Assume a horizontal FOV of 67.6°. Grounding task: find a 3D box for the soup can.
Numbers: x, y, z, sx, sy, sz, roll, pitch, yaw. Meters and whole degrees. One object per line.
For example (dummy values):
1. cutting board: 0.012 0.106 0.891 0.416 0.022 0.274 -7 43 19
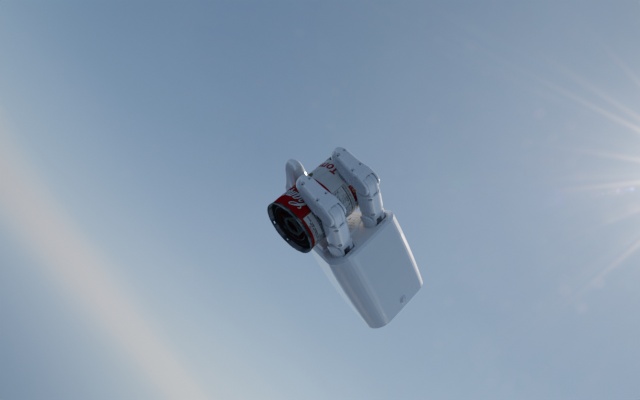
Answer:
1. soup can: 0.000 0.001 0.540 0.102 0.068 0.068 -40 20 -26
